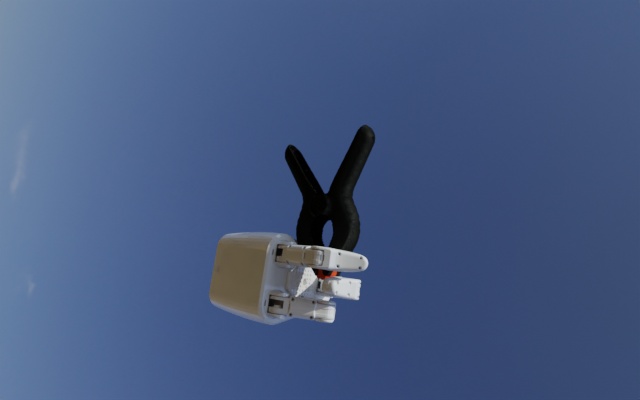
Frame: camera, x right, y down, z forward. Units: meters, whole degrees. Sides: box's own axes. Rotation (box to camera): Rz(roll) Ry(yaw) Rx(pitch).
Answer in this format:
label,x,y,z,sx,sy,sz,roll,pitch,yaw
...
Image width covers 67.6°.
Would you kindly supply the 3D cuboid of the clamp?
label,x,y,z,sx,sy,sz,roll,pitch,yaw
clamp,0.001,0.002,0.539,0.120,0.171,0.039,0,-13,44
